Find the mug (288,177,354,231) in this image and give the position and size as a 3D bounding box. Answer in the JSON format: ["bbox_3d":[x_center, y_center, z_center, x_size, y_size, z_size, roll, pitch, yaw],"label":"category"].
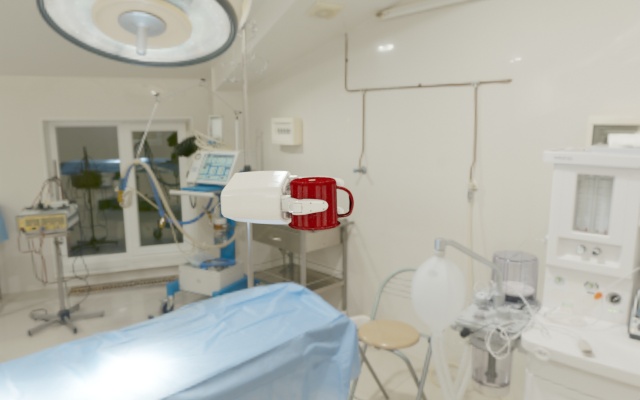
[{"bbox_3d":[0.002,0.003,0.837,0.117,0.081,0.093,0,10,6],"label":"mug"}]
